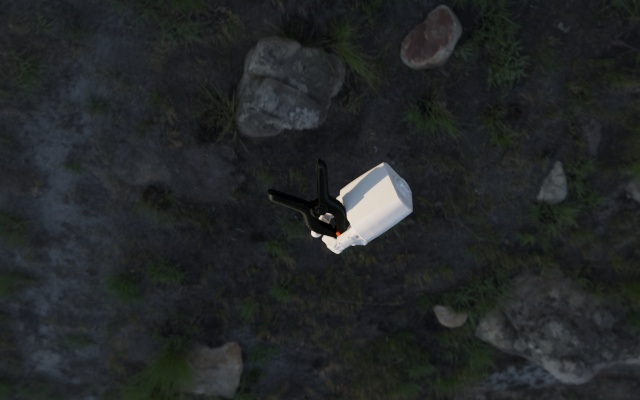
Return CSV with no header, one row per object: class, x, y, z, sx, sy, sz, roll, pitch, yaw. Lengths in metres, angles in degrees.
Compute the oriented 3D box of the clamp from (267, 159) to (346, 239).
clamp,0.000,0.003,0.877,0.120,0.039,0.171,-36,-57,22
